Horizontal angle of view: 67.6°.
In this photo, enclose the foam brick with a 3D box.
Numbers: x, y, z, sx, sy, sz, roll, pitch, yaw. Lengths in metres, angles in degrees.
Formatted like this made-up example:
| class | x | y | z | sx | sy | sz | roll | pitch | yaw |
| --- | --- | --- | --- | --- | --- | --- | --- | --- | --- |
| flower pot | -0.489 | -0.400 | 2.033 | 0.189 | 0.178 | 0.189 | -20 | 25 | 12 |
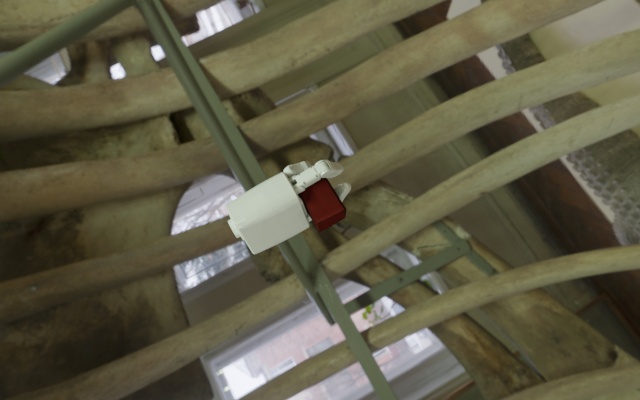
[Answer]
| class | x | y | z | sx | sy | sz | roll | pitch | yaw |
| --- | --- | --- | --- | --- | --- | --- | --- | --- | --- |
| foam brick | 0.000 | 0.003 | 0.770 | 0.051 | 0.078 | 0.053 | -29 | -19 | -8 |
